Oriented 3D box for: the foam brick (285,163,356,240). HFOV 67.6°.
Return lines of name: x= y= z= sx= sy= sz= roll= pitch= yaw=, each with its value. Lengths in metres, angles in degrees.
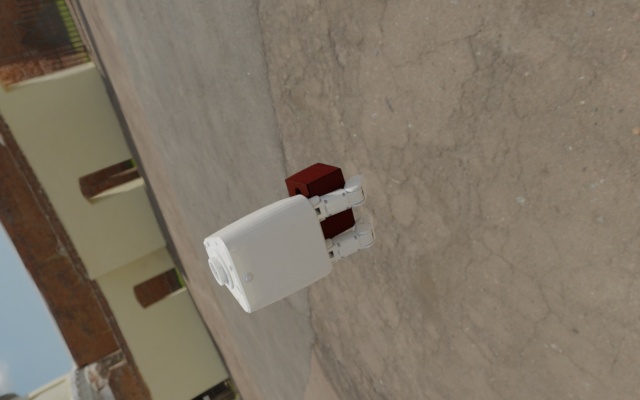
foam brick: x=0.000 y=0.002 z=0.571 sx=0.051 sy=0.078 sz=0.053 roll=-26 pitch=22 yaw=-26
